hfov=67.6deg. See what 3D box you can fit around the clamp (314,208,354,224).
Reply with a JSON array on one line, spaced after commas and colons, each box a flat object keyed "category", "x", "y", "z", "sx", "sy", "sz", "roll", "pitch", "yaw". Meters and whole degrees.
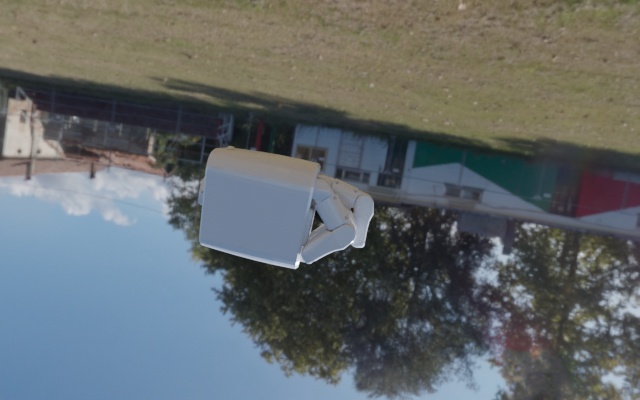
[{"category": "clamp", "x": 0.000, "y": 0.003, "z": 0.598, "sx": 0.120, "sy": 0.039, "sz": 0.171, "roll": 15, "pitch": 4, "yaw": 0}]
